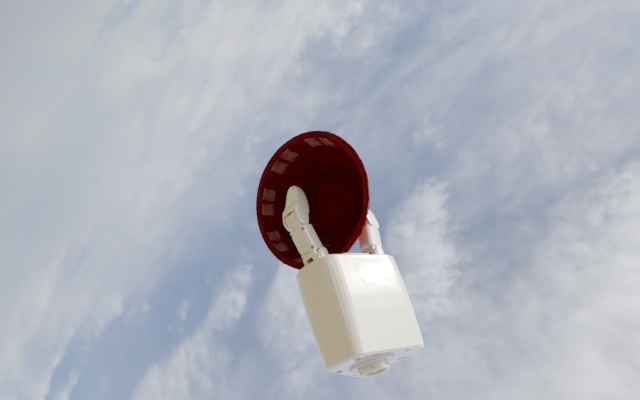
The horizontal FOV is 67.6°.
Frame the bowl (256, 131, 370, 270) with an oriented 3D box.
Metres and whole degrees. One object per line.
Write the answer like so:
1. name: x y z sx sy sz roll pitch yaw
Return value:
1. bowl: 0.000 0.001 0.569 0.162 0.162 0.055 0 -5 35
